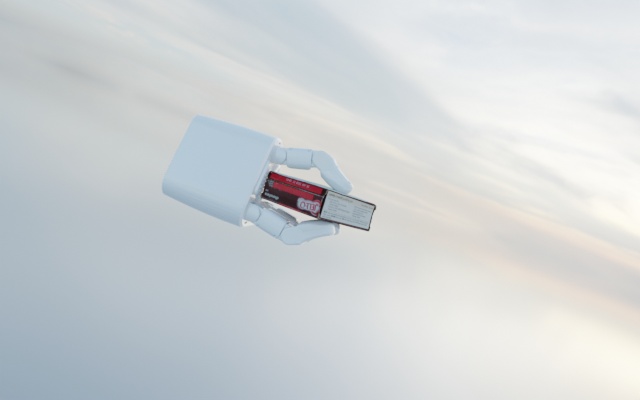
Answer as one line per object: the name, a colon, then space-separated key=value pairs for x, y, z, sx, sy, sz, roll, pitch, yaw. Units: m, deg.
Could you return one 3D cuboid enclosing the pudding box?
pudding box: x=0.000 y=0.002 z=0.565 sx=0.090 sy=0.039 sz=0.113 roll=20 pitch=4 yaw=37
